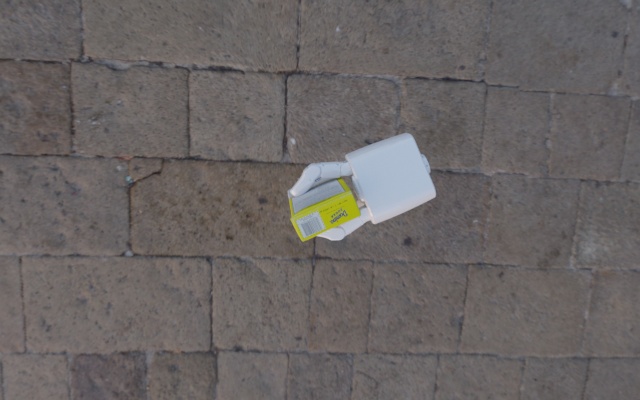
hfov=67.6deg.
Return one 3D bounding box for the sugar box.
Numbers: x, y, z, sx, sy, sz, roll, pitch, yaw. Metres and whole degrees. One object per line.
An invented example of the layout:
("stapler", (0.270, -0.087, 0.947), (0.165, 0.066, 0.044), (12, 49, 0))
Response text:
("sugar box", (0.000, 0.003, 0.737), (0.093, 0.048, 0.176), (-23, 12, 1))
